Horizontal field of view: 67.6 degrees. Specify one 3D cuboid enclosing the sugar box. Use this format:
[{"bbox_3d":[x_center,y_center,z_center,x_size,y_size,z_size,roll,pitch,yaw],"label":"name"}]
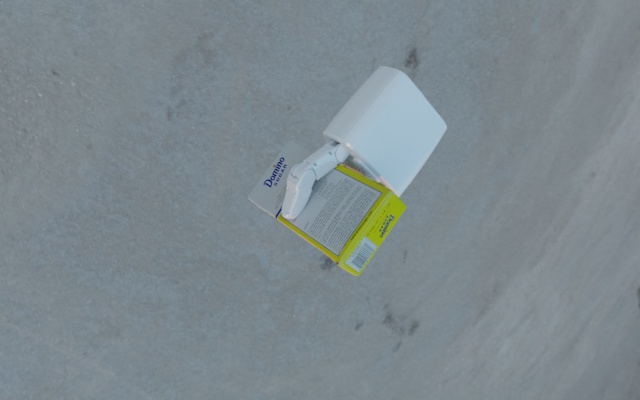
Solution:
[{"bbox_3d":[0.001,0.002,0.543,0.176,0.093,0.048,32,-6,45],"label":"sugar box"}]
